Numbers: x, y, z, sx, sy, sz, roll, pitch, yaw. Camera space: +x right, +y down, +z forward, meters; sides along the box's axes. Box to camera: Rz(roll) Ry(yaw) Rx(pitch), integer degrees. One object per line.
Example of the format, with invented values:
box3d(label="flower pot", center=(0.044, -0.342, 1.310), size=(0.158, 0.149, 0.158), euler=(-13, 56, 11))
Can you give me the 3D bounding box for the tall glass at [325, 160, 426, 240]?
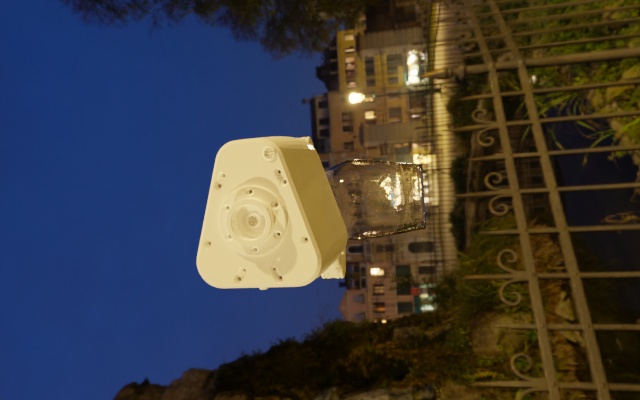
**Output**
box3d(label="tall glass", center=(-0.001, 0.001, 0.470), size=(0.201, 0.079, 0.079), euler=(-3, -1, 11))
